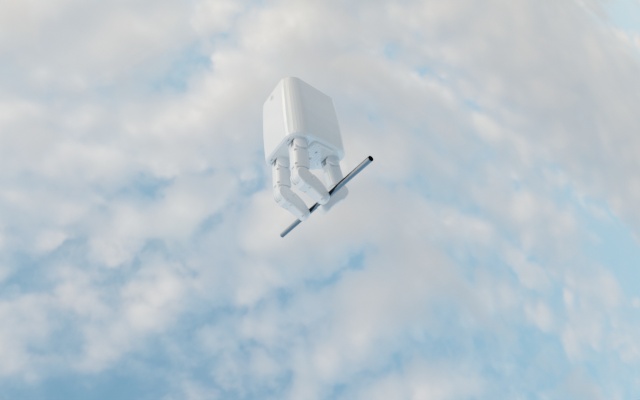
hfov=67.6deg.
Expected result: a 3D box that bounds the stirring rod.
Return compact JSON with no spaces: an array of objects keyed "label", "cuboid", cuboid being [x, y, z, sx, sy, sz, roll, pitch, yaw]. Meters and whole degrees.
[{"label":"stirring rod","cuboid":[0.000,0.002,0.665,0.011,0.011,0.240,0,-26,-34]}]
